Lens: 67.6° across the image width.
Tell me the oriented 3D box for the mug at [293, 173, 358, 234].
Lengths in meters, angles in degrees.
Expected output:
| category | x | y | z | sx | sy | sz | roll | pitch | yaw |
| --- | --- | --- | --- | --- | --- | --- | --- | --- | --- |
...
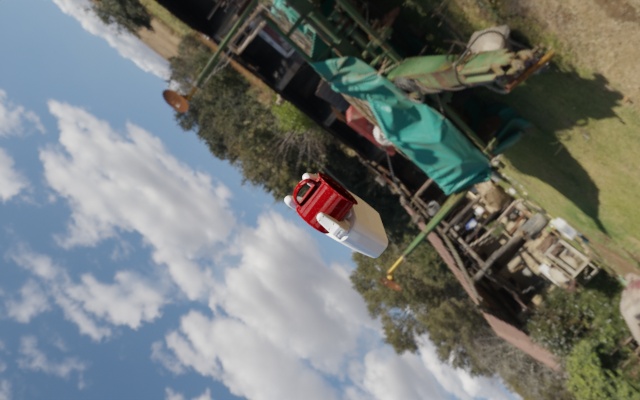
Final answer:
| category | x | y | z | sx | sy | sz | roll | pitch | yaw |
| --- | --- | --- | --- | --- | --- | --- | --- | --- | --- |
| mug | -0.001 | 0.002 | 0.882 | 0.117 | 0.081 | 0.093 | 31 | 13 | -34 |
